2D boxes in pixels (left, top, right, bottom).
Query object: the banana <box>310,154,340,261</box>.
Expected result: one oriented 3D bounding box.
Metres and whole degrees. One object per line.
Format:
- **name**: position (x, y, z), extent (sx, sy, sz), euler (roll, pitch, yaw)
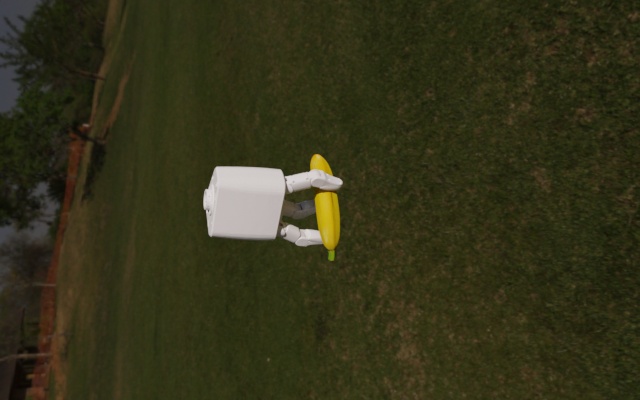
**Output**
- **banana**: position (0.006, -0.001, 0.813), extent (0.037, 0.197, 0.070), euler (0, -21, -17)
